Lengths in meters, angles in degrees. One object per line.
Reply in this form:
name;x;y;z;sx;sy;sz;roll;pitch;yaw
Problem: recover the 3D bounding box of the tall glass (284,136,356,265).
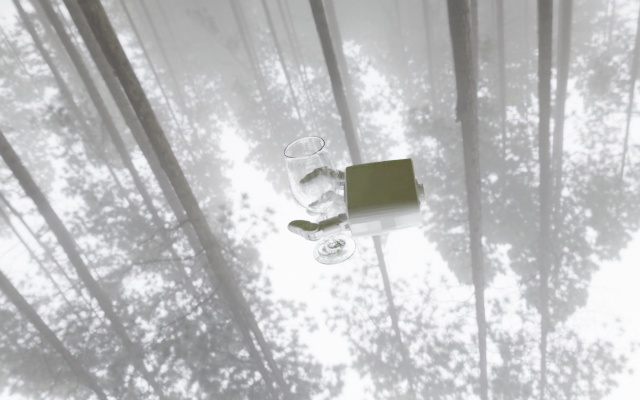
tall glass;0.000;0.003;0.742;0.079;0.201;0.079;-12;34;8
